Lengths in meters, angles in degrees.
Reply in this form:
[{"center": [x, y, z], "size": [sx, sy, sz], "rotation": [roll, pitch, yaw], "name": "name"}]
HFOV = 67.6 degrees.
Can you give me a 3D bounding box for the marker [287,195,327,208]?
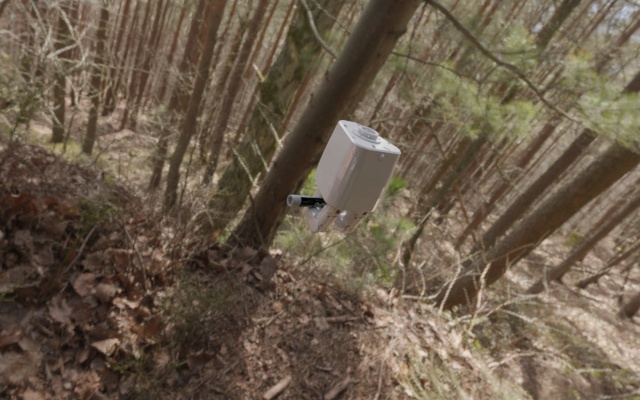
[{"center": [0.000, 0.003, 0.784], "size": [0.121, 0.020, 0.020], "rotation": [3, -2, -37], "name": "marker"}]
